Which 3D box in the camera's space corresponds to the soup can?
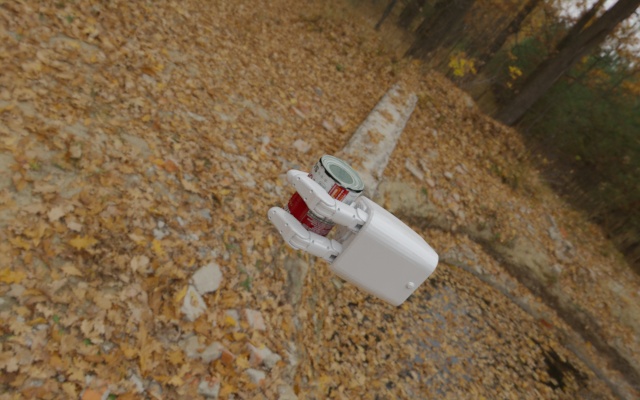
[{"bbox_3d":[0.000,0.001,0.604,0.068,0.102,0.068,30,26,-16],"label":"soup can"}]
